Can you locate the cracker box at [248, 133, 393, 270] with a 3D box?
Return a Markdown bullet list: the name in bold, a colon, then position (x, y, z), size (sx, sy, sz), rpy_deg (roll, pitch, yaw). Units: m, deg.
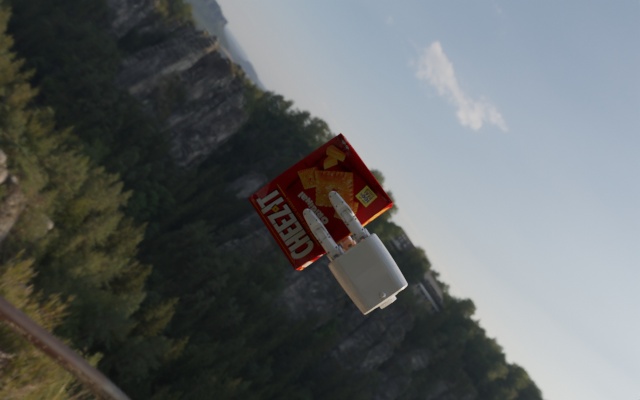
- **cracker box**: position (0.000, 0.003, 0.882), size (0.213, 0.164, 0.072), rpy_deg (-35, -10, 0)
